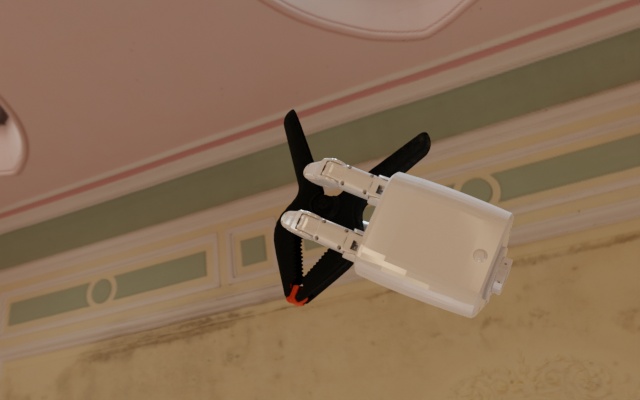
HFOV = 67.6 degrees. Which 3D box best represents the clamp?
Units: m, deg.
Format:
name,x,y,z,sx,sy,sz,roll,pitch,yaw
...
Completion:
name,x,y,z,sx,sy,sz,roll,pitch,yaw
clamp,0.000,0.002,0.494,0.164,0.210,0.036,21,-11,24
